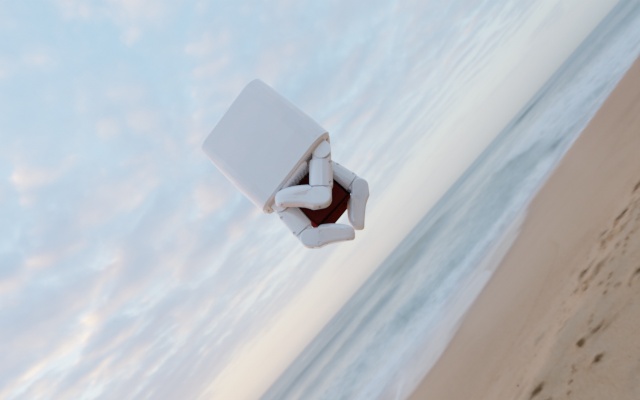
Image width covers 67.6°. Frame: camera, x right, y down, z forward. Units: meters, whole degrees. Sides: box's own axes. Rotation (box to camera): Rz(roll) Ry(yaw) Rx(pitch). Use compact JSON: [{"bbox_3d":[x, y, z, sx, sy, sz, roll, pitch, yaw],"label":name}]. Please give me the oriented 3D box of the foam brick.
[{"bbox_3d":[0.000,0.002,0.564,0.051,0.053,0.078,40,-8,10],"label":"foam brick"}]
